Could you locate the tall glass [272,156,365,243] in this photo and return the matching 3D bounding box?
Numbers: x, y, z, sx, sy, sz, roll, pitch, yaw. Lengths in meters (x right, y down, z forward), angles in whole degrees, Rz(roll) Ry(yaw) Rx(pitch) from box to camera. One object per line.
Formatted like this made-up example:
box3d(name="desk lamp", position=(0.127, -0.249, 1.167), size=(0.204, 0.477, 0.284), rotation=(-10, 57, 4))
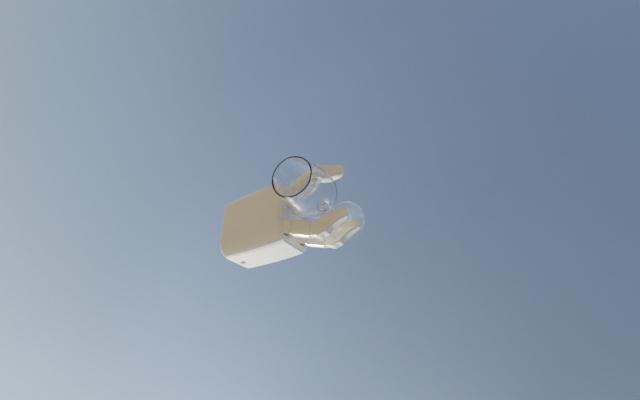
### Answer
box3d(name="tall glass", position=(0.001, 0.003, 0.733), size=(0.079, 0.079, 0.201), rotation=(0, -21, 25))
